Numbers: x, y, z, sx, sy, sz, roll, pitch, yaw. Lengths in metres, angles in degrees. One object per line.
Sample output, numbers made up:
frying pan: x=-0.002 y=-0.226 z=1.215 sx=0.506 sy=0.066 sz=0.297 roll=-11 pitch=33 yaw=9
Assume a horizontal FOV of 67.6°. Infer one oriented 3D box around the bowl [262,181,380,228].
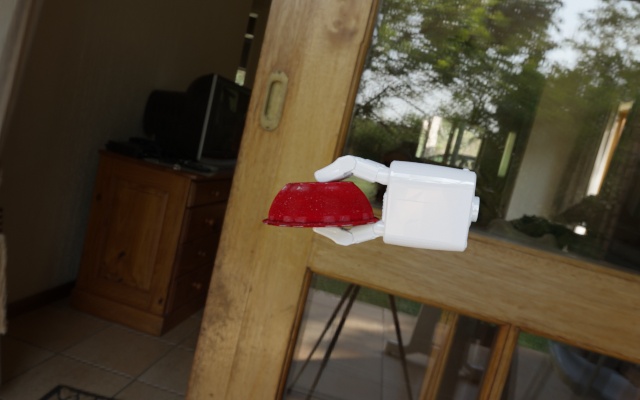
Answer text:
bowl: x=-0.001 y=0.002 z=0.659 sx=0.162 sy=0.055 sz=0.162 roll=-1 pitch=3 yaw=0
